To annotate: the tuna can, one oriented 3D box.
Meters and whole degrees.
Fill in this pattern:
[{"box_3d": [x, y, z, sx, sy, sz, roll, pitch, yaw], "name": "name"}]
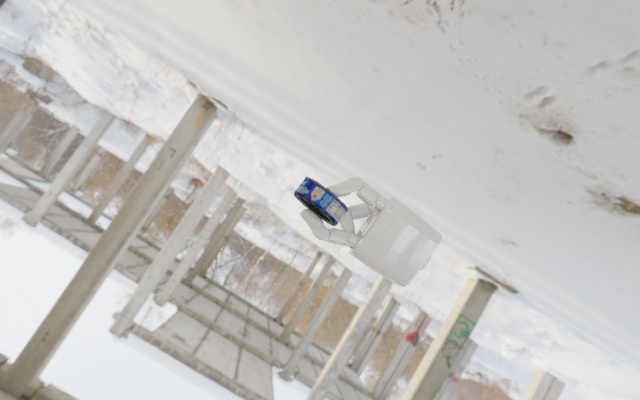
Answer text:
[{"box_3d": [0.000, 0.003, 0.746, 0.086, 0.033, 0.086, 37, -8, 6], "name": "tuna can"}]
